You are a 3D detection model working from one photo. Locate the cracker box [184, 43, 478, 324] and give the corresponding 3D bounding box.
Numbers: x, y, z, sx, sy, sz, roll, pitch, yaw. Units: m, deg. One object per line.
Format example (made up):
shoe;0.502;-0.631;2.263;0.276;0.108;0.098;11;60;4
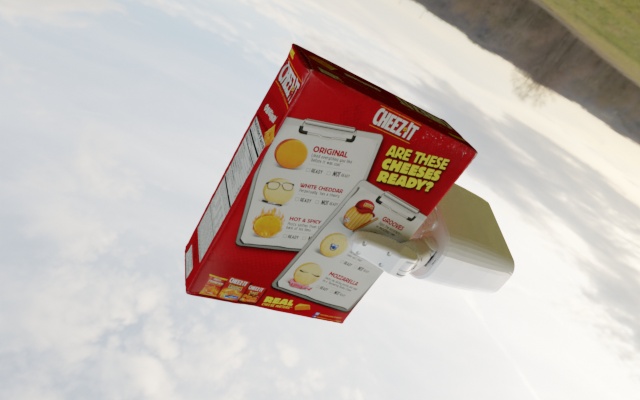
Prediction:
cracker box;0.000;0.002;0.413;0.164;0.214;0.072;19;27;-29
